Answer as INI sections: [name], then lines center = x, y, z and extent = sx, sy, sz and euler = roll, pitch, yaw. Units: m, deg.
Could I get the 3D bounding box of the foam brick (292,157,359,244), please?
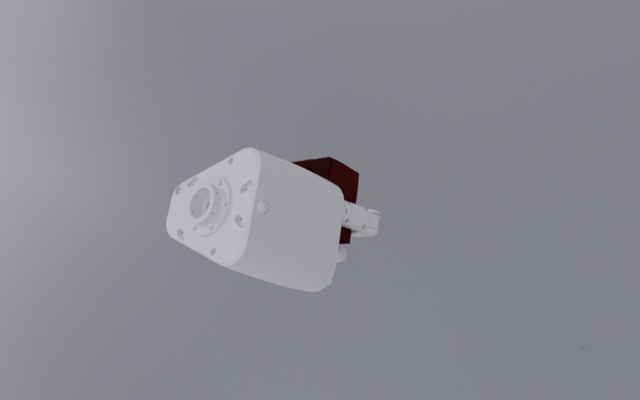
[foam brick]
center = 0.000, 0.001, 0.479
extent = 0.053, 0.078, 0.051
euler = -4, -19, 39
